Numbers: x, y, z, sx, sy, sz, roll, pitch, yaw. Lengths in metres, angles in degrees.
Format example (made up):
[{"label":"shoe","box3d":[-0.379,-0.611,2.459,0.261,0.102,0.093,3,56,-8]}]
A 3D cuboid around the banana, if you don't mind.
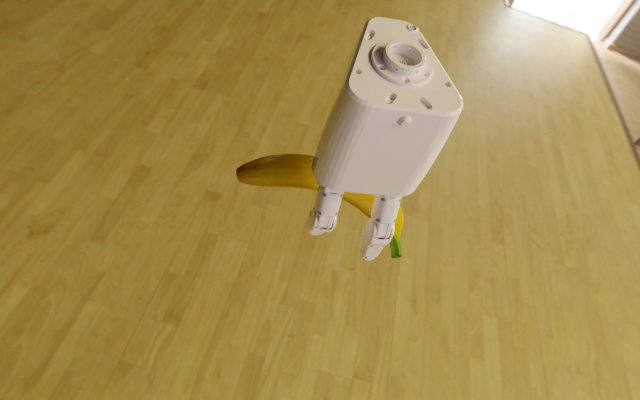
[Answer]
[{"label":"banana","box3d":[0.011,-0.012,0.511,0.198,0.069,0.037,26,-27,2]}]
